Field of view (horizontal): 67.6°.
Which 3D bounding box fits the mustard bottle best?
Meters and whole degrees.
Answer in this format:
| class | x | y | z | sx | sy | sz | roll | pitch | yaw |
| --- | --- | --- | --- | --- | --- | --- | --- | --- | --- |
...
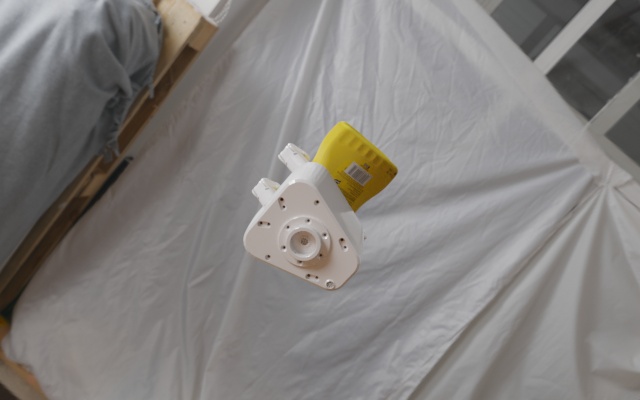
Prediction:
| class | x | y | z | sx | sy | sz | roll | pitch | yaw |
| --- | --- | --- | --- | --- | --- | --- | --- | --- | --- |
| mustard bottle | 0.000 | 0.002 | 0.597 | 0.096 | 0.191 | 0.058 | 36 | 13 | -28 |
